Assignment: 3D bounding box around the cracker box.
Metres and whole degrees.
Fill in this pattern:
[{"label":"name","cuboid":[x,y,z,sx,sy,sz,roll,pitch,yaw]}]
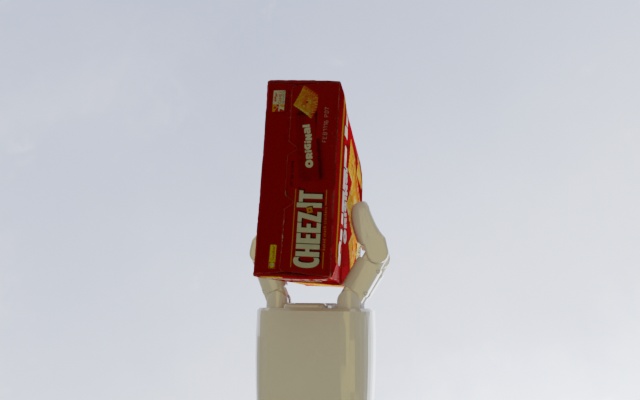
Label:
[{"label":"cracker box","cuboid":[0.000,0.002,0.476,0.072,0.164,0.214,1,-12,9]}]
